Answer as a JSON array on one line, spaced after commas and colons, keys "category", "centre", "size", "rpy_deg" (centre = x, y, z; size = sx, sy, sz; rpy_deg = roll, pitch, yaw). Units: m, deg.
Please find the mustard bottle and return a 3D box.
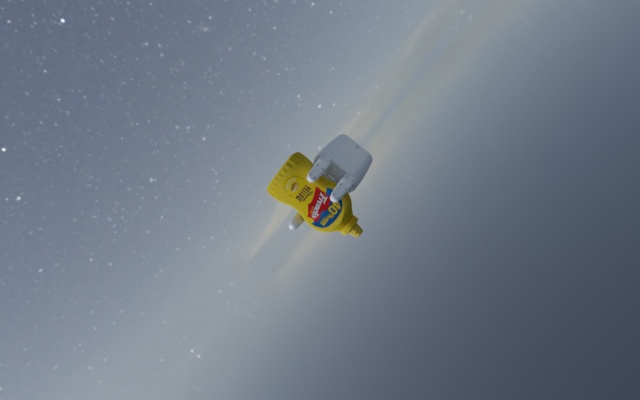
[{"category": "mustard bottle", "centre": [0.000, 0.003, 0.892], "size": [0.191, 0.096, 0.058], "rpy_deg": [39, 17, 0]}]
